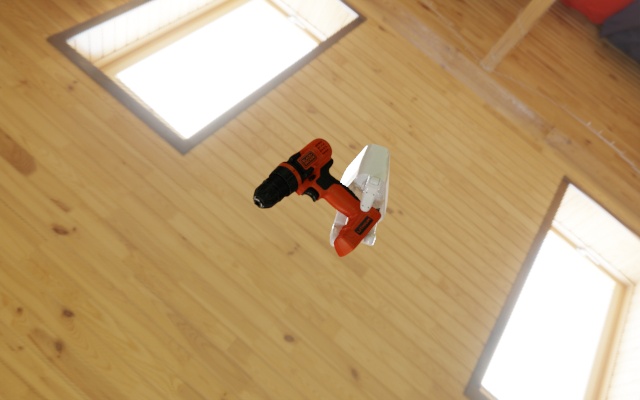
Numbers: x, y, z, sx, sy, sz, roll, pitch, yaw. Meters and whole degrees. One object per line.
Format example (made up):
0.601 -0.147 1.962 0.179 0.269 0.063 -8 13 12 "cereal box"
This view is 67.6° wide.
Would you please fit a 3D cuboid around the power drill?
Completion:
0.001 0.003 0.807 0.184 0.187 0.057 -44 3 -34 "power drill"
